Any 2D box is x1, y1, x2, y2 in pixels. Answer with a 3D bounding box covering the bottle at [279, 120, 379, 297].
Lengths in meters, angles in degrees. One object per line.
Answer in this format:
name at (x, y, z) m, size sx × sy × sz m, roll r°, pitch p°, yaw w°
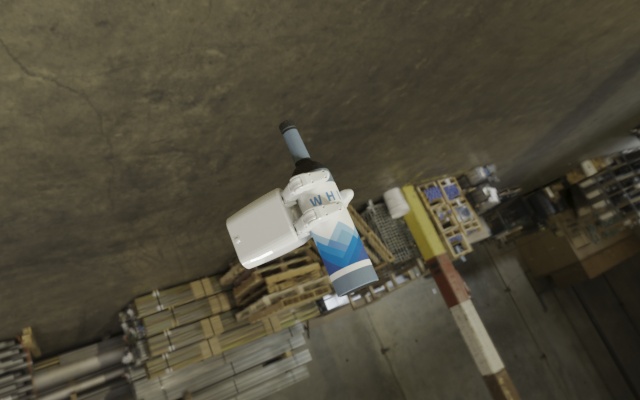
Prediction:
bottle at (0.000, 0.003, 0.755) m, size 0.069 × 0.295 × 0.069 m, roll -22°, pitch -15°, yaw -6°
